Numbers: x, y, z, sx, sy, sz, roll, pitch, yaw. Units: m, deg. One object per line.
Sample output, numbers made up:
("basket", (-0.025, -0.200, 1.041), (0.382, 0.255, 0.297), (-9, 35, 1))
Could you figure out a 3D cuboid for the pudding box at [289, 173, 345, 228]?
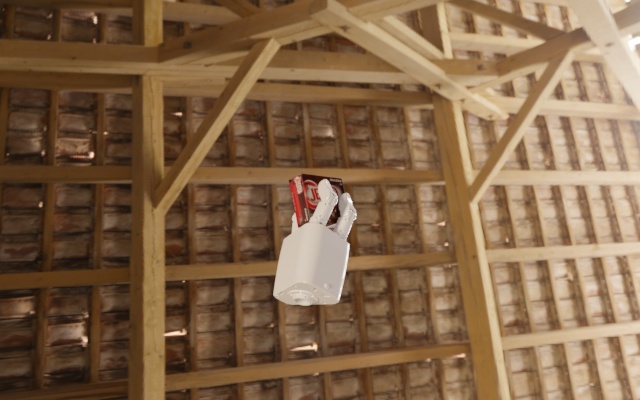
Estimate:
("pudding box", (0.000, 0.003, 0.854), (0.039, 0.090, 0.113), (-21, -16, 37))
